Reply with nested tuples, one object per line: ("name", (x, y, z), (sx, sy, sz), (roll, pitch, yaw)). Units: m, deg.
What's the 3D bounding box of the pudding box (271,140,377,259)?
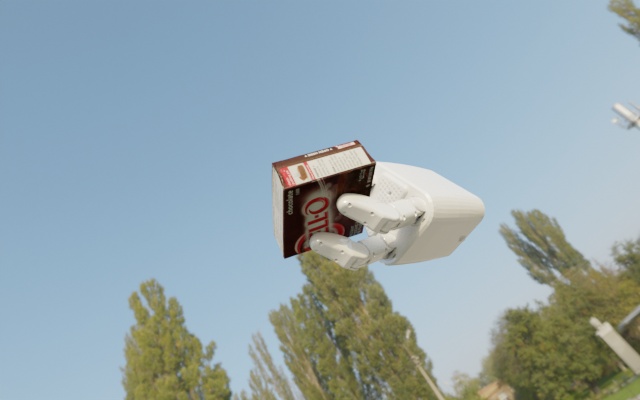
("pudding box", (0.000, 0.001, 0.462), (0.090, 0.039, 0.114), (-18, -38, -17))
